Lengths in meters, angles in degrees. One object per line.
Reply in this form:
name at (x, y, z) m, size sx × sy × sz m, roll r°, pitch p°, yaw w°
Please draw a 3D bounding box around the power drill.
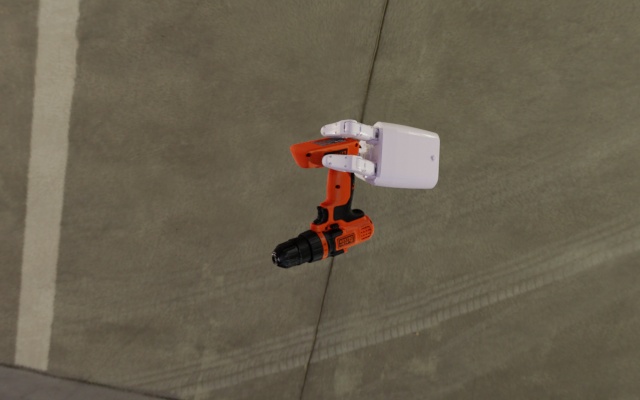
power drill at (0.000, 0.002, 0.740) m, size 0.184 × 0.188 × 0.057 m, roll -18°, pitch 26°, yaw -31°
